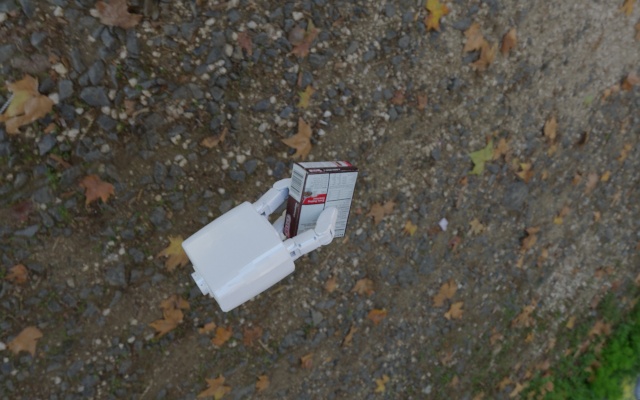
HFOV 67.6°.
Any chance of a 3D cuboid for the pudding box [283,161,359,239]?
[{"bbox_3d":[0.000,0.002,0.679,0.090,0.113,0.039,-6,30,-34],"label":"pudding box"}]
